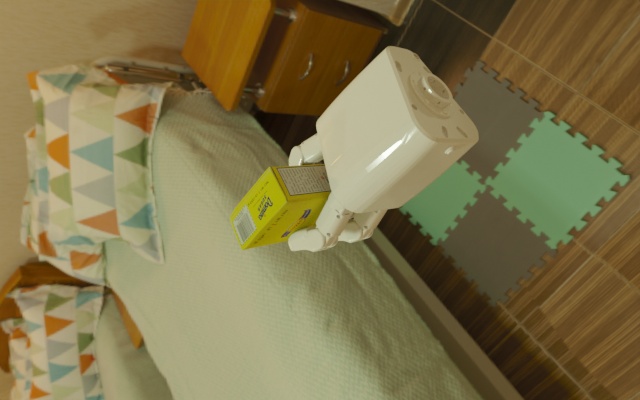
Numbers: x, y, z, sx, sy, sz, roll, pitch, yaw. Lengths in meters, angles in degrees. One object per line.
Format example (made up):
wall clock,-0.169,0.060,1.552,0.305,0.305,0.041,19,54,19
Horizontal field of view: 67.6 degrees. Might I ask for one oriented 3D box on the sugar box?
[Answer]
sugar box,0.000,0.002,0.511,0.176,0.048,0.093,-5,-29,-43
